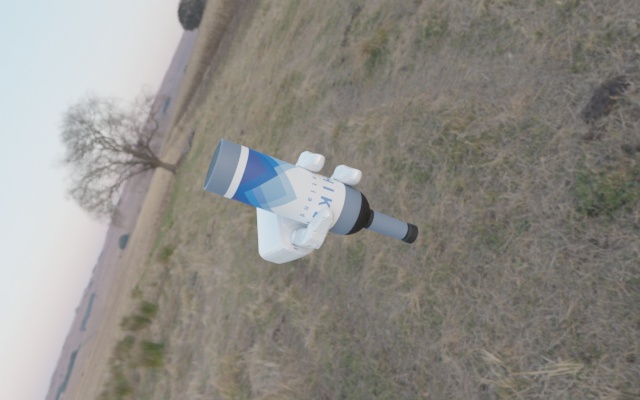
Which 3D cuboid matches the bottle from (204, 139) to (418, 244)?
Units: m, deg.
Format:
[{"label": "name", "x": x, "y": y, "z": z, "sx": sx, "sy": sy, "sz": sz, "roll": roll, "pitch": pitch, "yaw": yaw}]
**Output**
[{"label": "bottle", "x": 0.000, "y": 0.002, "z": 0.629, "sx": 0.296, "sy": 0.069, "sz": 0.069, "roll": 20, "pitch": -7, "yaw": -19}]
